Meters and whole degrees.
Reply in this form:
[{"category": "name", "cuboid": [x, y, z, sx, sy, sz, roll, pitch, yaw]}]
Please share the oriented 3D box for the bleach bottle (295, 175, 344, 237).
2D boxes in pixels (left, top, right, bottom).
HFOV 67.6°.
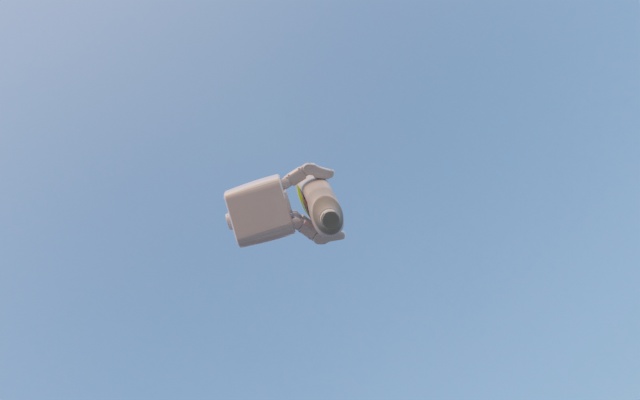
[{"category": "bleach bottle", "cuboid": [0.000, 0.003, 0.868, 0.068, 0.102, 0.251, -18, 11, -3]}]
